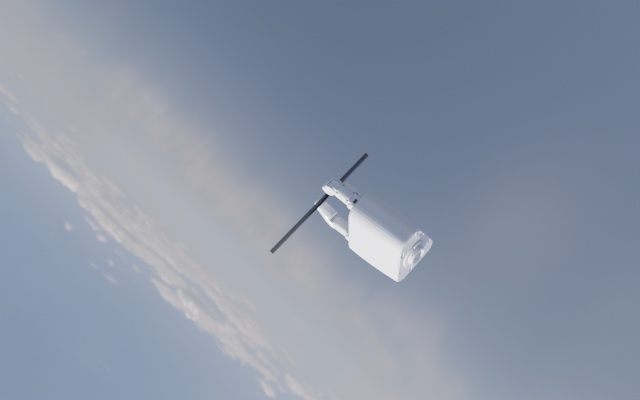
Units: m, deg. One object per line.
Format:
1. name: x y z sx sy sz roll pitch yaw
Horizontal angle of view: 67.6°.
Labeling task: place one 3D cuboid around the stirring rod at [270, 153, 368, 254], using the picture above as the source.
1. stirring rod: 0.000 0.003 0.823 0.239 0.011 0.011 -46 12 -12
